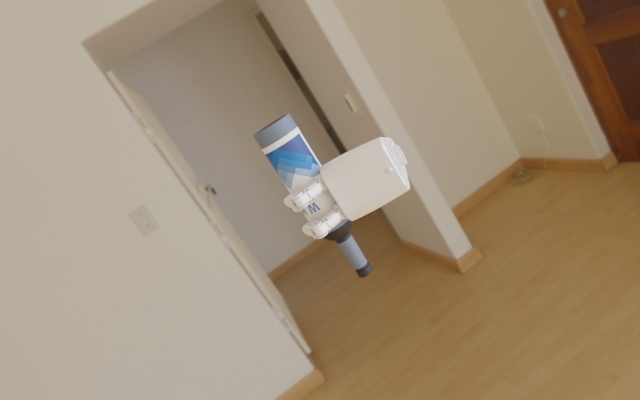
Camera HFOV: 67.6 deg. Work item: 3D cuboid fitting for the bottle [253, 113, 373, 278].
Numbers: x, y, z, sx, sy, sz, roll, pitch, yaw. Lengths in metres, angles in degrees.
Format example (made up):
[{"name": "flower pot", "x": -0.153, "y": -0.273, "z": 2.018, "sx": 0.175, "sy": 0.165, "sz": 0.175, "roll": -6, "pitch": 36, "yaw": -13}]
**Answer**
[{"name": "bottle", "x": 0.000, "y": 0.002, "z": 0.775, "sx": 0.069, "sy": 0.296, "sz": 0.069, "roll": -31, "pitch": 14, "yaw": 8}]
